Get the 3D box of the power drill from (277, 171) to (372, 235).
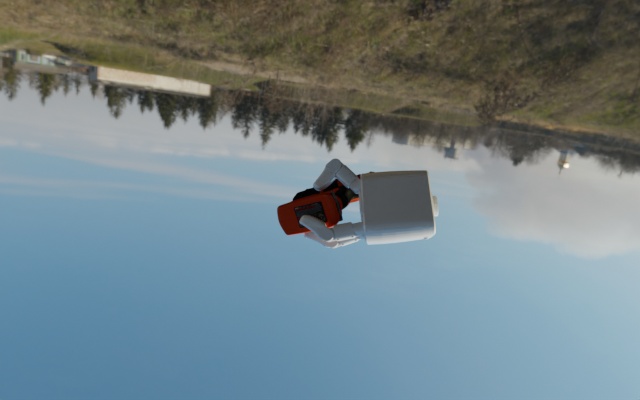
[{"bbox_3d":[0.000,0.003,0.838,0.184,0.057,0.187,-16,9,27],"label":"power drill"}]
